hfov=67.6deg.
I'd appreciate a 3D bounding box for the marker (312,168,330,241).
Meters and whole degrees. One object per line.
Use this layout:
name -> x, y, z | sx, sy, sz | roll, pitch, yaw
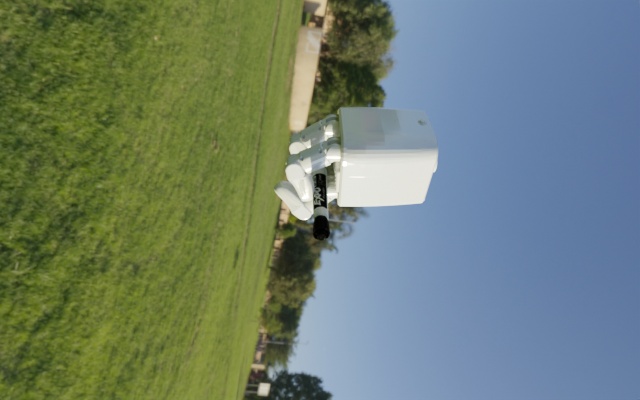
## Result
marker -> 0.000, 0.002, 0.550 | 0.020, 0.020, 0.121 | 0, 38, -1
